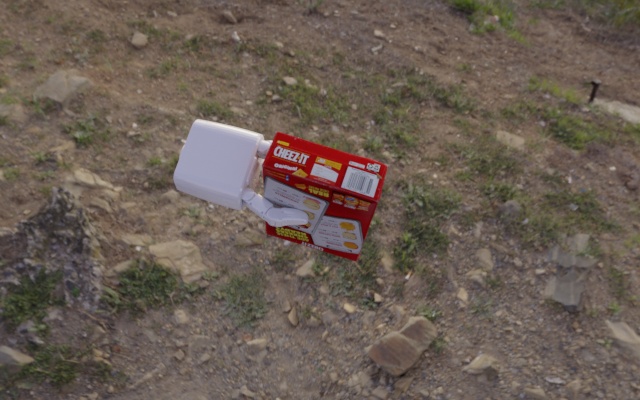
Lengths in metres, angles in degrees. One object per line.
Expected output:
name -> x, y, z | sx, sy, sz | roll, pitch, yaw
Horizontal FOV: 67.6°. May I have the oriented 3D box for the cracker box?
cracker box -> 0.000, 0.002, 0.730 | 0.164, 0.072, 0.214 | 17, -28, 5
